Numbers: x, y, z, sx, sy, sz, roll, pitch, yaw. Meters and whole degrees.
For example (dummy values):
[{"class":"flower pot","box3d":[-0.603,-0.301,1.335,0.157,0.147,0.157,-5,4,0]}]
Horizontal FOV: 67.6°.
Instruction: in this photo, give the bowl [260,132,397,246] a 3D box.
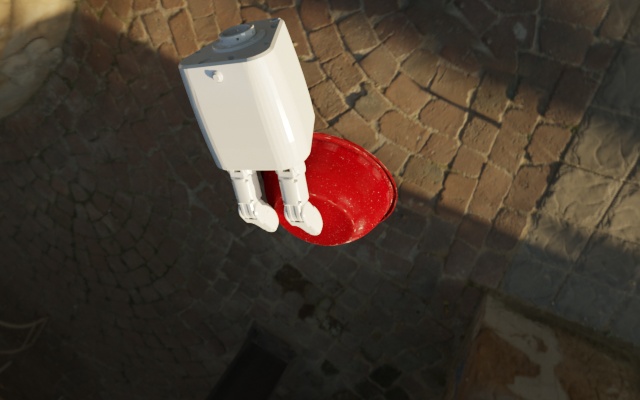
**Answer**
[{"class":"bowl","box3d":[0.001,0.003,0.530,0.162,0.055,0.162,13,-37,10]}]
